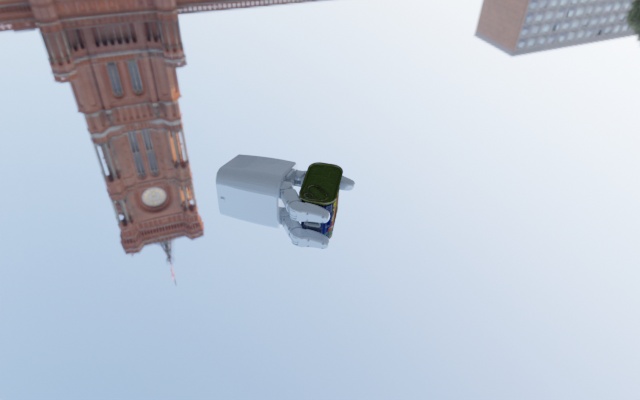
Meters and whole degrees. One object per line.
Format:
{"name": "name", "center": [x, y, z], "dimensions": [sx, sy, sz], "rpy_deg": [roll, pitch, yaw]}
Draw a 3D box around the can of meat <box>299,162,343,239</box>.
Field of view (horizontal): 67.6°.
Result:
{"name": "can of meat", "center": [0.000, 0.003, 0.762], "dimensions": [0.057, 0.084, 0.102], "rpy_deg": [9, 40, 6]}
